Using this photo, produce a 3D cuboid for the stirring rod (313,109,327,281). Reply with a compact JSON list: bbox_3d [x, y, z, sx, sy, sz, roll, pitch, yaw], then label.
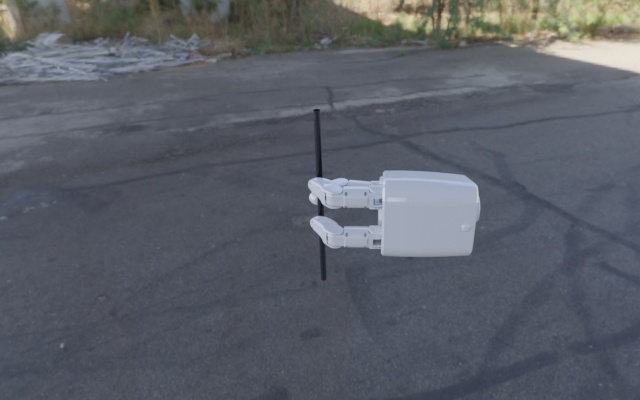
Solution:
[{"bbox_3d":[0.000,0.002,0.609,0.011,0.240,0.011,-2,27,1],"label":"stirring rod"}]
